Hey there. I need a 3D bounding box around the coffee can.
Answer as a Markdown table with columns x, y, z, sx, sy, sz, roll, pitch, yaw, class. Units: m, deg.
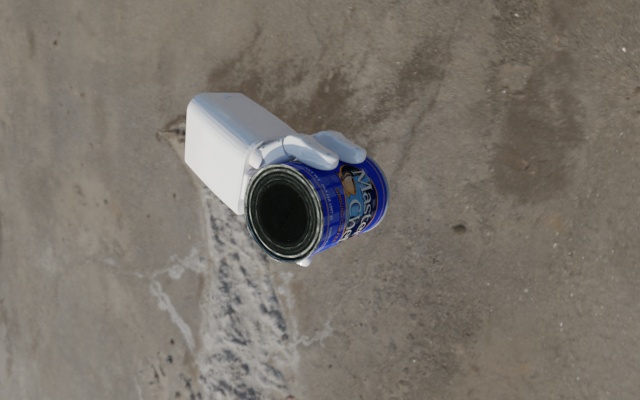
| x | y | z | sx | sy | sz | roll | pitch | yaw | class |
| --- | --- | --- | --- | --- | --- | --- | --- | --- | --- |
| 0.000 | 0.002 | 0.532 | 0.103 | 0.103 | 0.140 | 0 | 10 | 35 | coffee can |
